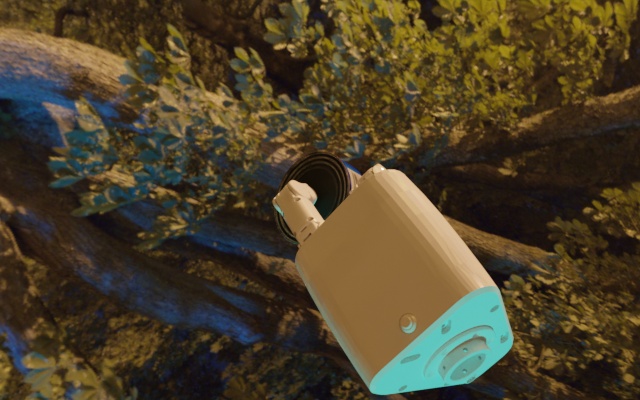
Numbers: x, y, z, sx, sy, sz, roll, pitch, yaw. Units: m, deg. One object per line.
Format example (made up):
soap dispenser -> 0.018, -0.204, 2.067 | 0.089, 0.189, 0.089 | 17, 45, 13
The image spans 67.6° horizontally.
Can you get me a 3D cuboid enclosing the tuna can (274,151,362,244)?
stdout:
tuna can -> 0.000, 0.002, 0.429 | 0.086, 0.086, 0.034 | 0, -17, 42
